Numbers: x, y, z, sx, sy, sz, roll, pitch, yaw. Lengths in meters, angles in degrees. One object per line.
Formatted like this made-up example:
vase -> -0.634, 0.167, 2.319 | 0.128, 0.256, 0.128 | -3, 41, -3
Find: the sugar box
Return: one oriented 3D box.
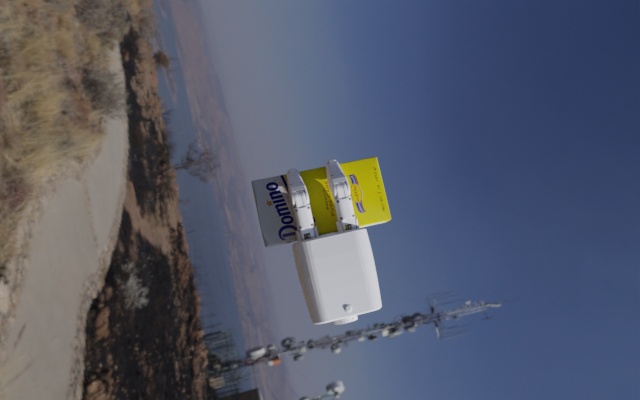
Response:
sugar box -> 0.000, 0.002, 0.661 | 0.176, 0.093, 0.048 | -12, -8, -8
